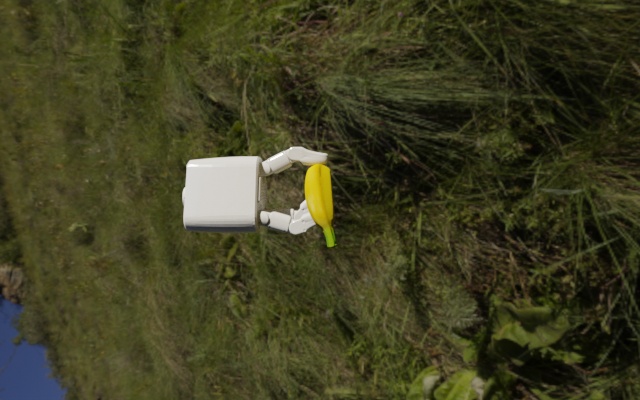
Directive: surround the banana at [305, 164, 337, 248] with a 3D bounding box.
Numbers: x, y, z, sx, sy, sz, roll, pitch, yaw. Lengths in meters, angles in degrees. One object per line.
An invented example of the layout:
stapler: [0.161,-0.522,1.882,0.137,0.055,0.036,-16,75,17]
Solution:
banana: [-0.001,-0.013,0.661,0.037,0.070,0.197,-5,27,2]
